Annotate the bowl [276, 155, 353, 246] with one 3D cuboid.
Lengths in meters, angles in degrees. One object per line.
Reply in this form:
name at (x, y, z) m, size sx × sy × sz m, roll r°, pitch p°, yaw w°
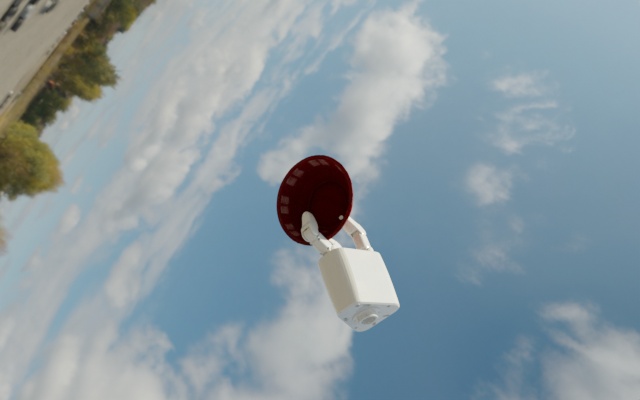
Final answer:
bowl at (0.000, 0.002, 0.858) m, size 0.162 × 0.162 × 0.055 m, roll 0°, pitch -9°, yaw 33°
